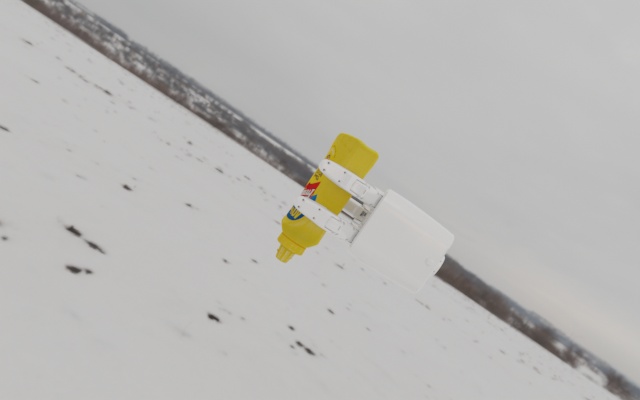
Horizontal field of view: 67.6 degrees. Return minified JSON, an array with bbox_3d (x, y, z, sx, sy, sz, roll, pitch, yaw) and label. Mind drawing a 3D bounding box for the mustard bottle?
[{"bbox_3d":[0.000,0.002,0.645,0.058,0.191,0.096,33,3,-19],"label":"mustard bottle"}]
